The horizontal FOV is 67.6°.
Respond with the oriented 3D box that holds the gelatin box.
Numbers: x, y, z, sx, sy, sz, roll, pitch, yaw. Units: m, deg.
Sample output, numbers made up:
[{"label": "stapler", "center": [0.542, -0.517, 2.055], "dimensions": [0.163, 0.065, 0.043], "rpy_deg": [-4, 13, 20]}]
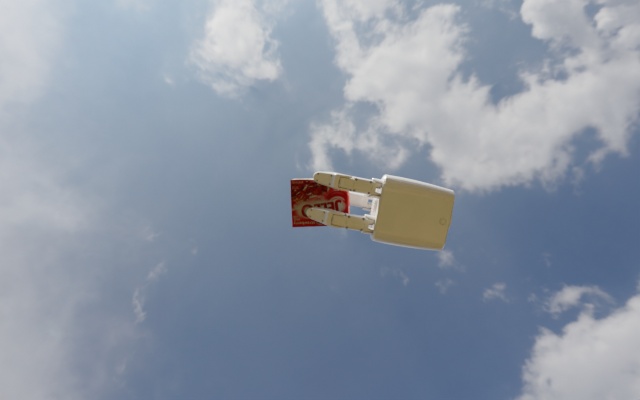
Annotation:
[{"label": "gelatin box", "center": [0.000, 0.002, 0.730], "dimensions": [0.089, 0.073, 0.030], "rpy_deg": [-2, 5, 7]}]
